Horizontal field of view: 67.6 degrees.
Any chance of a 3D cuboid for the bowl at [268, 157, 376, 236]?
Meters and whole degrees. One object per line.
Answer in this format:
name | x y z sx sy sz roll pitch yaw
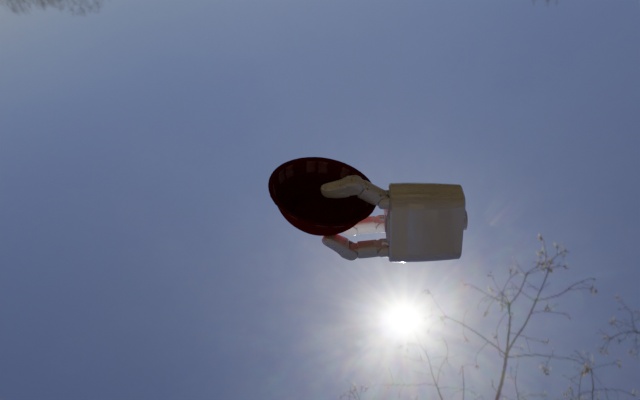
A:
bowl | -0.001 0.002 0.715 0.162 0.055 0.162 7 39 -6
